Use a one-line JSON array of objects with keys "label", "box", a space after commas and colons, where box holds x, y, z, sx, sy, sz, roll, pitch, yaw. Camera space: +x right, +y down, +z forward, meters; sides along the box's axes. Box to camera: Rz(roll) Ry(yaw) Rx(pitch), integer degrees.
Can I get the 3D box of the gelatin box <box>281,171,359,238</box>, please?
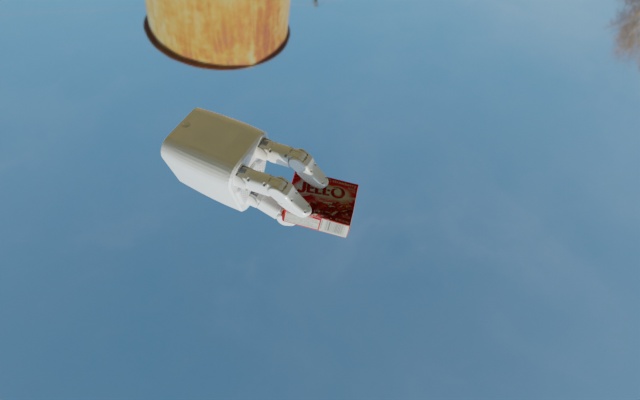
[{"label": "gelatin box", "box": [0.000, 0.002, 0.626, 0.089, 0.073, 0.030, 15, -41, 0]}]
